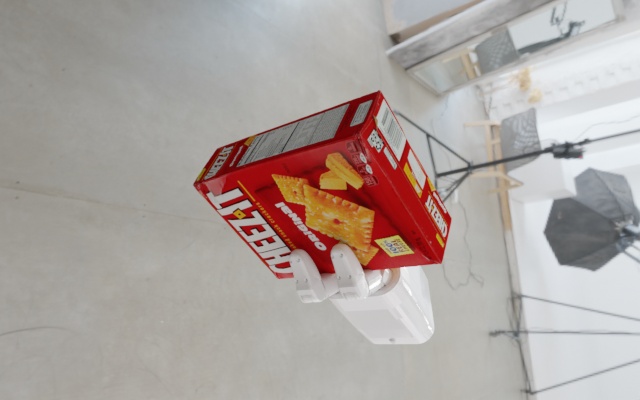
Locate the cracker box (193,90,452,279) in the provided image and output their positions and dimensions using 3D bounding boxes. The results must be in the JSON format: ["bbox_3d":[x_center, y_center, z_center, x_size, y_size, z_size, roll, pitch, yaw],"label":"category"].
[{"bbox_3d":[0.000,0.001,0.489,0.214,0.164,0.072,-13,37,36],"label":"cracker box"}]
